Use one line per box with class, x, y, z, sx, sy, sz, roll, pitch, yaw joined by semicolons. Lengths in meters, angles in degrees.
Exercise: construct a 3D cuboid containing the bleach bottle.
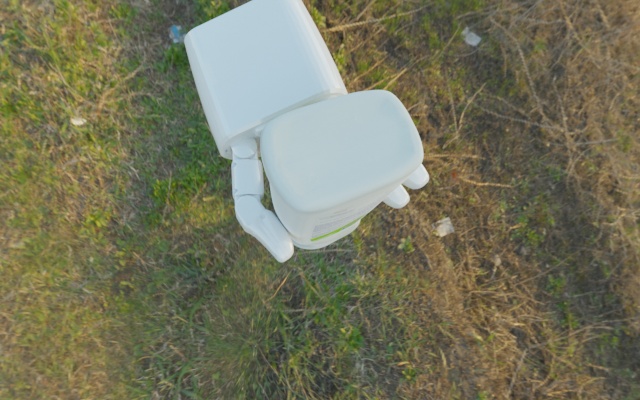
bleach bottle;0.000;0.001;0.406;0.102;0.068;0.251;-20;-13;-13
